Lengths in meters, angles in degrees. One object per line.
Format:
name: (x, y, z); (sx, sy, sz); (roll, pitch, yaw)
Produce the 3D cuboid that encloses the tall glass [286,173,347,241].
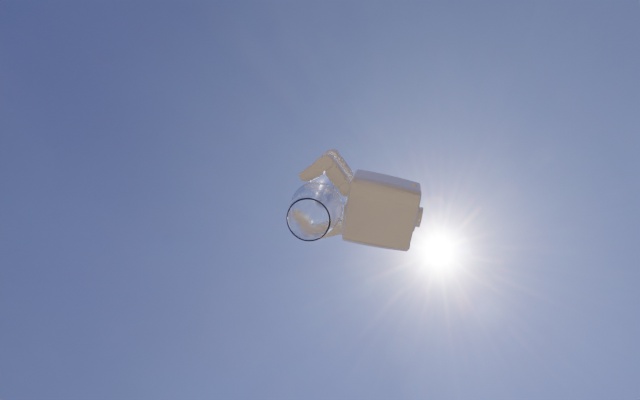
tall glass: (0.000, 0.002, 0.743); (0.079, 0.079, 0.201); (0, 14, 10)
